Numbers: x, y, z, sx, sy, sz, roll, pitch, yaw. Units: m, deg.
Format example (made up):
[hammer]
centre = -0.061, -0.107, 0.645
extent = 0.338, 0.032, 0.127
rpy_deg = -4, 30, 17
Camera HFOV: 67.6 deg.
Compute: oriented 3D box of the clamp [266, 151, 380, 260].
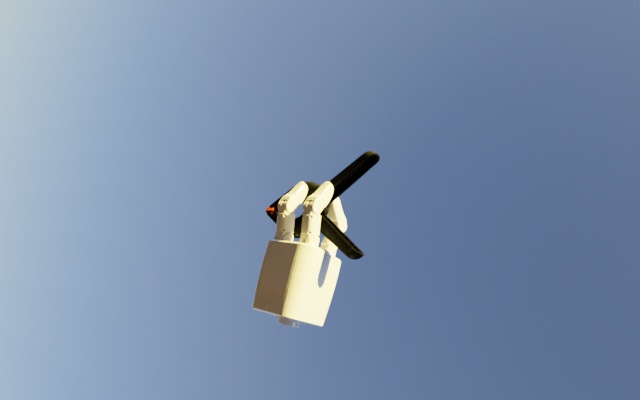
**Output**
[clamp]
centre = 0.000, 0.003, 0.740
extent = 0.210, 0.164, 0.036
rpy_deg = 2, -22, 43
